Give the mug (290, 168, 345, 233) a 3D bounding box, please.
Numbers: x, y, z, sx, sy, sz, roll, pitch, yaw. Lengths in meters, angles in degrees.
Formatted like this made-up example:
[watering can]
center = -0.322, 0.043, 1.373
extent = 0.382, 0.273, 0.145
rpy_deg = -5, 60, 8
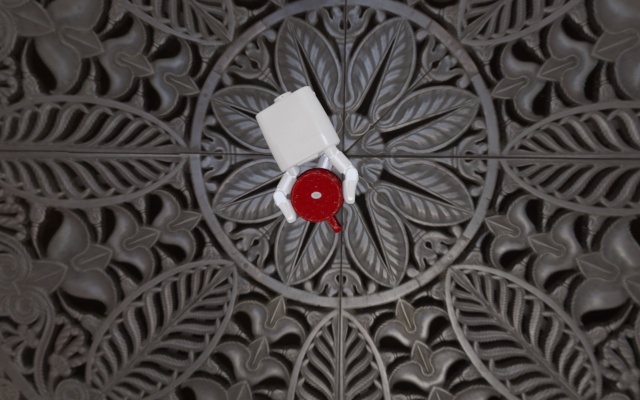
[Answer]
[mug]
center = 0.001, 0.004, 0.788
extent = 0.093, 0.117, 0.081
rpy_deg = -29, 2, 4
